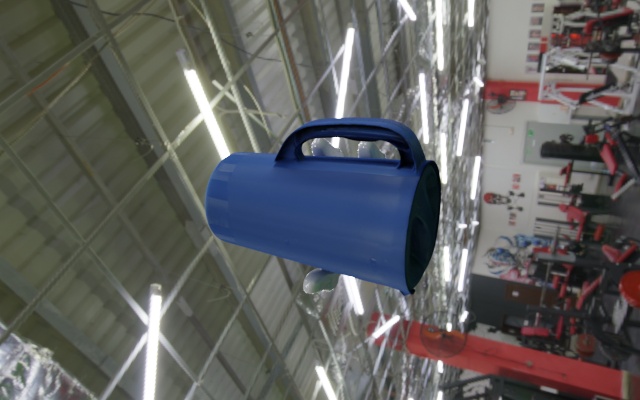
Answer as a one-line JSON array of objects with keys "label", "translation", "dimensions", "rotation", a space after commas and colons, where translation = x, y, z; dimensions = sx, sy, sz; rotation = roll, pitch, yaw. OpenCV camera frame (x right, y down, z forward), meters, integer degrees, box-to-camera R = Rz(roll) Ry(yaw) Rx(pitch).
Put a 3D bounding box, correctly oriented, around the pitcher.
[{"label": "pitcher", "translation": [0.000, 0.002, 0.513], "dimensions": [0.243, 0.149, 0.145], "rotation": [9, -14, 24]}]
